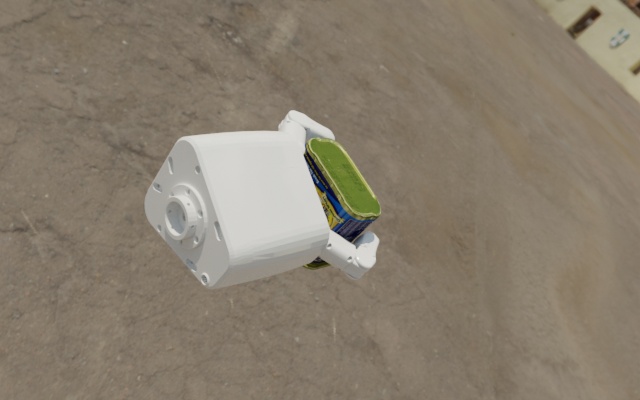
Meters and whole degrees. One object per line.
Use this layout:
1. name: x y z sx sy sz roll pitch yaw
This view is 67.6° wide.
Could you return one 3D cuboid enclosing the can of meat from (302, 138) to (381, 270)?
1. can of meat: 0.000 0.001 0.466 0.057 0.102 0.084 -6 -33 -48
